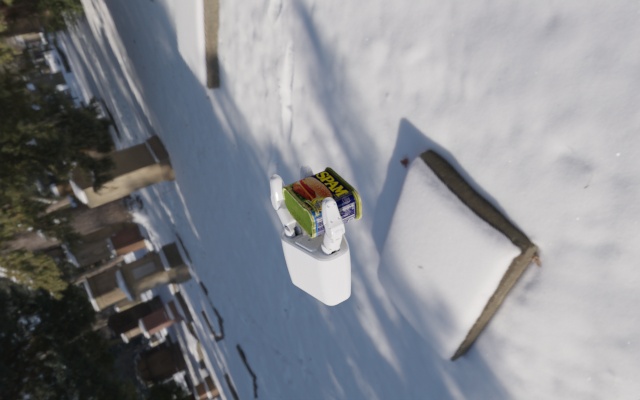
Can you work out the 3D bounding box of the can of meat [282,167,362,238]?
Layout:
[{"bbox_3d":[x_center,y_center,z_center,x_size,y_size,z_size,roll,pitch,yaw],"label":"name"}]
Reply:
[{"bbox_3d":[0.000,0.003,0.730,0.084,0.057,0.102,-23,42,-21],"label":"can of meat"}]
